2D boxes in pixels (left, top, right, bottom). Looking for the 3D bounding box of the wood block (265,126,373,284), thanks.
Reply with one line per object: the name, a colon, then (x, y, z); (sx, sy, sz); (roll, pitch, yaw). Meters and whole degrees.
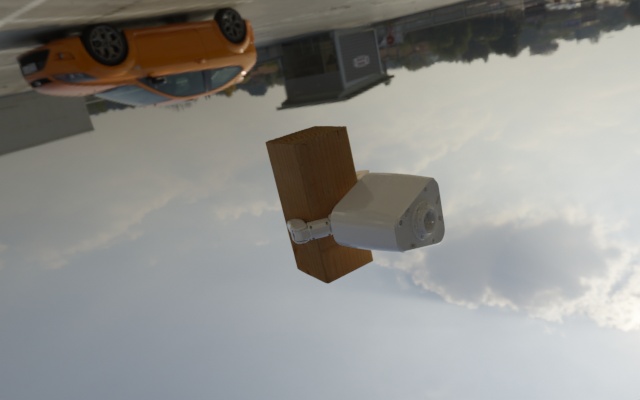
wood block: (0.000, 0.003, 0.701); (0.091, 0.206, 0.090); (-22, 19, -28)
